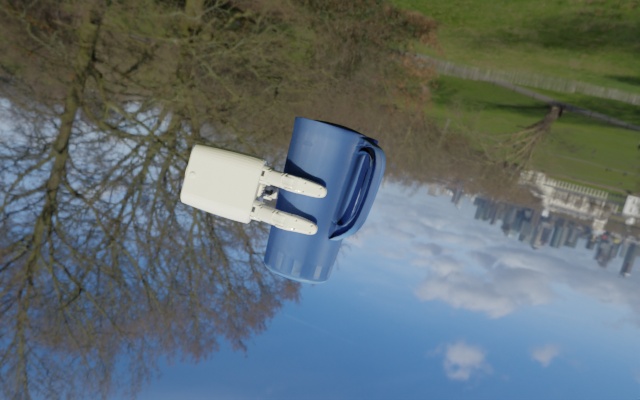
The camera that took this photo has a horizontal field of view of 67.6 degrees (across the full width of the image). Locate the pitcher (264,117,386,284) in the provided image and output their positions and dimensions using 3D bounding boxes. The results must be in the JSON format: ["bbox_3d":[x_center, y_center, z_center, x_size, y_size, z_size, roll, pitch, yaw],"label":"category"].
[{"bbox_3d":[0.000,0.002,0.735,0.145,0.243,0.149,16,5,-1],"label":"pitcher"}]
